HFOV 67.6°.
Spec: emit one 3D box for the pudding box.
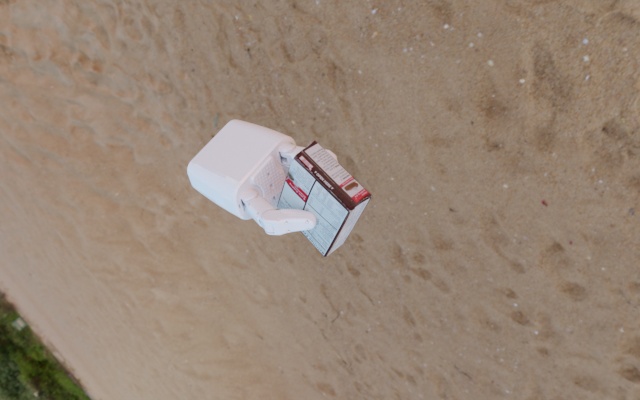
[{"bbox_3d":[0.000,0.002,0.542,0.039,0.090,0.114,-38,-16,-30],"label":"pudding box"}]
